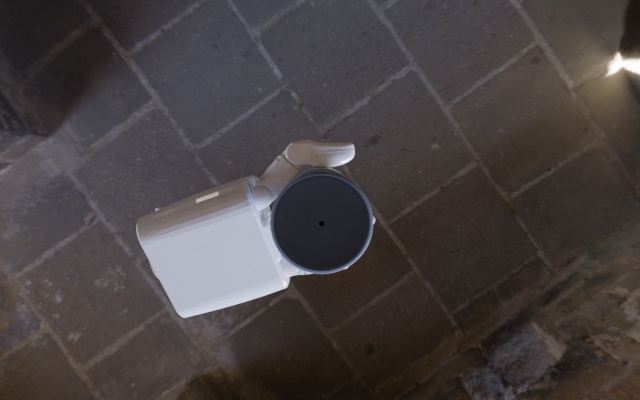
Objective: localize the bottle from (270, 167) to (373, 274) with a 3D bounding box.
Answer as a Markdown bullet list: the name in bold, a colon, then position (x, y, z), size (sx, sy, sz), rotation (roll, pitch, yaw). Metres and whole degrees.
- **bottle**: position (0.000, 0.001, 0.452), size (0.069, 0.069, 0.295), rotation (0, 5, 0)
